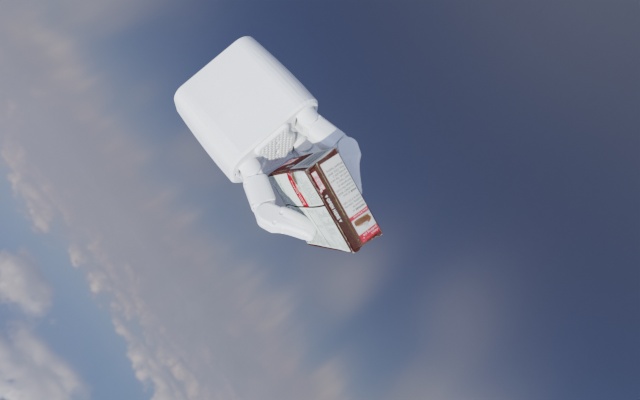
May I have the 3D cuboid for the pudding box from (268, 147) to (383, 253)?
[{"bbox_3d":[0.000,0.002,0.461,0.039,0.090,0.113,-34,13,-18],"label":"pudding box"}]
